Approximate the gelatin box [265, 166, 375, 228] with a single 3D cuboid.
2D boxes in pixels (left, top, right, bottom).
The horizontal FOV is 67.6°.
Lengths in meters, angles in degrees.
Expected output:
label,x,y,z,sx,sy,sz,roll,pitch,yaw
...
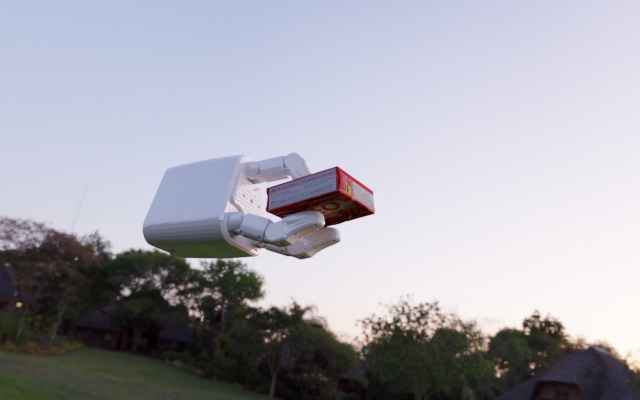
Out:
label,x,y,z,sx,sy,sz,roll,pitch,yaw
gelatin box,0.000,0.001,0.489,0.089,0.030,0.073,-16,-28,29
